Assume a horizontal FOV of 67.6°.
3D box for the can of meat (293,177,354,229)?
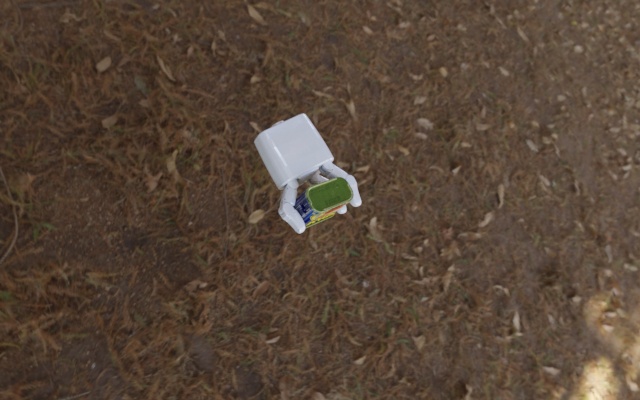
[{"bbox_3d":[0.000,0.003,0.879,0.102,0.057,0.084,-22,-11,-33],"label":"can of meat"}]
